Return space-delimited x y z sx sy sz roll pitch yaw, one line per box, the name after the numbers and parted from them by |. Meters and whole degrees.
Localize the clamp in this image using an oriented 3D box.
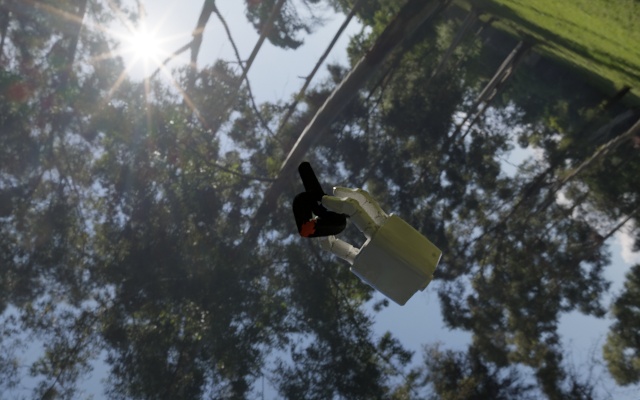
0.000 0.004 0.803 0.164 0.036 0.210 35 27 9 | clamp
